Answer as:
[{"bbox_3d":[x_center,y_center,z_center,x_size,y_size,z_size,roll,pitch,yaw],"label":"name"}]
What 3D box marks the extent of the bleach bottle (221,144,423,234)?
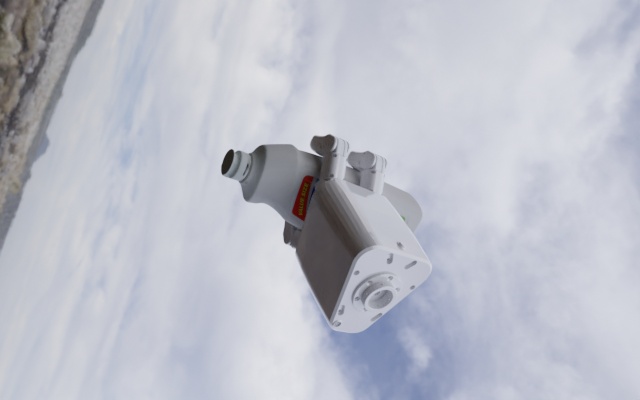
[{"bbox_3d":[0.000,0.002,0.557,0.251,0.102,0.068,19,26,-33],"label":"bleach bottle"}]
